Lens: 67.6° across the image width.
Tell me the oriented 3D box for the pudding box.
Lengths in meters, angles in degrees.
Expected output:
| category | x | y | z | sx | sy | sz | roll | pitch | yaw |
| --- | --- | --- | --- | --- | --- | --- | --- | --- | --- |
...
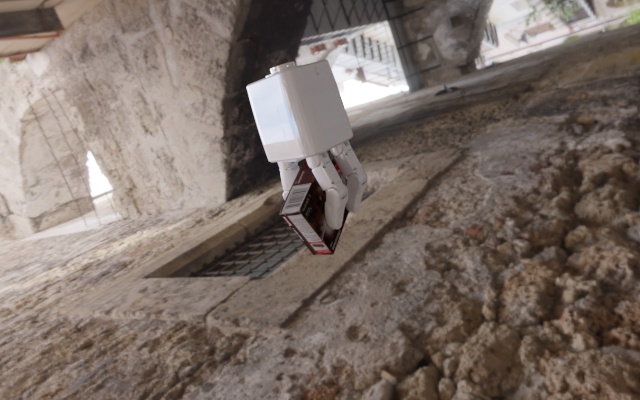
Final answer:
| category | x | y | z | sx | sy | sz | roll | pitch | yaw |
| --- | --- | --- | --- | --- | --- | --- | --- | --- | --- |
| pudding box | 0.000 | 0.002 | 0.635 | 0.039 | 0.113 | 0.090 | -5 | -44 | 36 |
